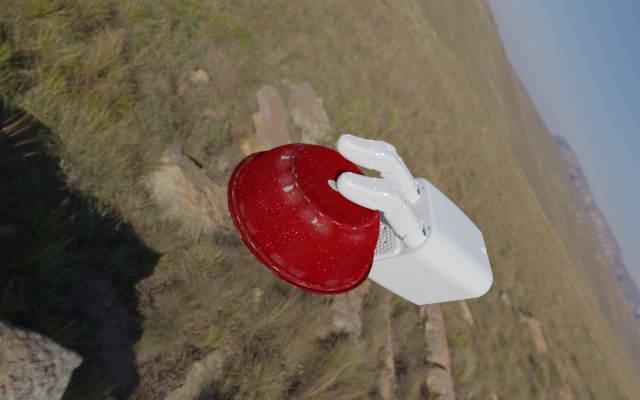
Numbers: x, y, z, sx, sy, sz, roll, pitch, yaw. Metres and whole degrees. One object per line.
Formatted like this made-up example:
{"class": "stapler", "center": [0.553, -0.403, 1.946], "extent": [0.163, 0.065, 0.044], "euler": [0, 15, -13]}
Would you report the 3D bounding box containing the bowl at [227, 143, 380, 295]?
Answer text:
{"class": "bowl", "center": [-0.001, 0.001, 0.434], "extent": [0.162, 0.162, 0.055], "euler": [0, -35, -41]}
